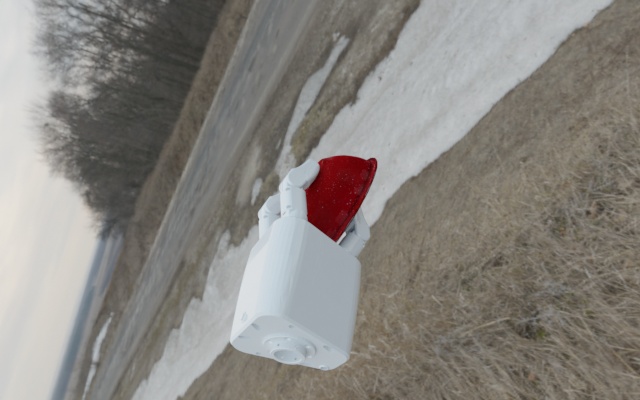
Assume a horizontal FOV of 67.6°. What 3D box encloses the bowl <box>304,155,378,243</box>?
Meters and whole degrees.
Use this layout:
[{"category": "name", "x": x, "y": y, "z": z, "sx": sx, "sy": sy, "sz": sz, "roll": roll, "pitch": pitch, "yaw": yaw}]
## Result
[{"category": "bowl", "x": 0.000, "y": 0.001, "z": 0.577, "sx": 0.055, "sy": 0.162, "sz": 0.162, "roll": 33, "pitch": -6, "yaw": -8}]
